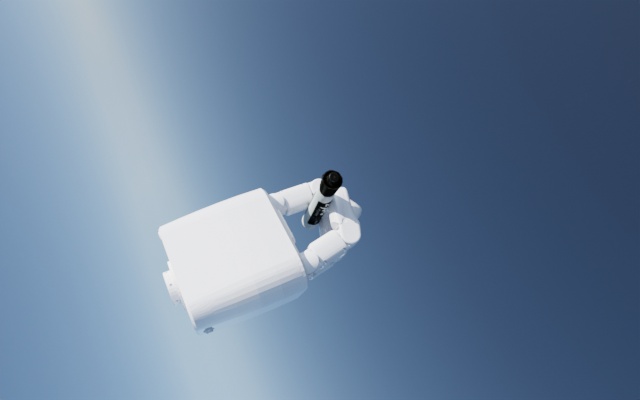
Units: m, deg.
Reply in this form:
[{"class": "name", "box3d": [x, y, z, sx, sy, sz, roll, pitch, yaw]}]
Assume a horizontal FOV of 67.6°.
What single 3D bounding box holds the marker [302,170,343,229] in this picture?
[{"class": "marker", "box3d": [0.000, 0.001, 0.464, 0.020, 0.020, 0.121, 0, -21, -12]}]
